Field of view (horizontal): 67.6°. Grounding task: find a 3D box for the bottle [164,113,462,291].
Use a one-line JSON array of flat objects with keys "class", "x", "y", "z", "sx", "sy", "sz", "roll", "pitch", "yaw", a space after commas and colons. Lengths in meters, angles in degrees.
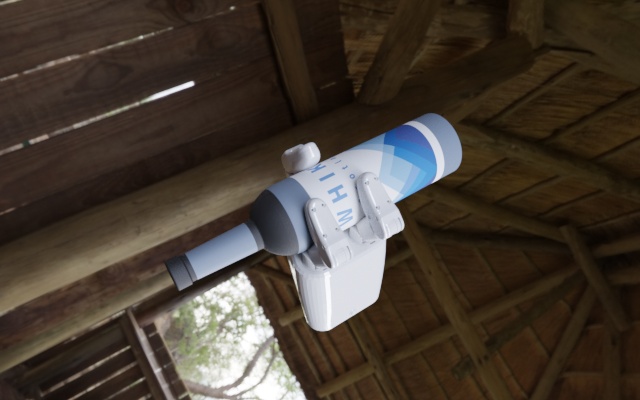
[{"class": "bottle", "x": 0.000, "y": 0.001, "z": 0.446, "sx": 0.295, "sy": 0.069, "sz": 0.069, "roll": -26, "pitch": 10, "yaw": -21}]
